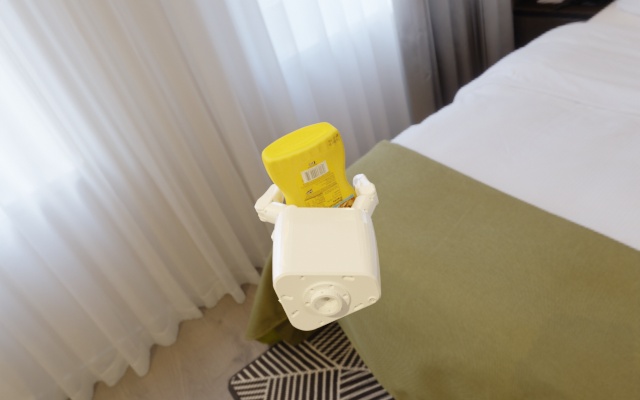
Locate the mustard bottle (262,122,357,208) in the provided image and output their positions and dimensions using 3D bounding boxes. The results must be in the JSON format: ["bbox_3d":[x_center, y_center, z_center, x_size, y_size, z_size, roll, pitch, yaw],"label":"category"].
[{"bbox_3d":[0.000,0.002,0.617,0.096,0.192,0.058,-27,35,-11],"label":"mustard bottle"}]
